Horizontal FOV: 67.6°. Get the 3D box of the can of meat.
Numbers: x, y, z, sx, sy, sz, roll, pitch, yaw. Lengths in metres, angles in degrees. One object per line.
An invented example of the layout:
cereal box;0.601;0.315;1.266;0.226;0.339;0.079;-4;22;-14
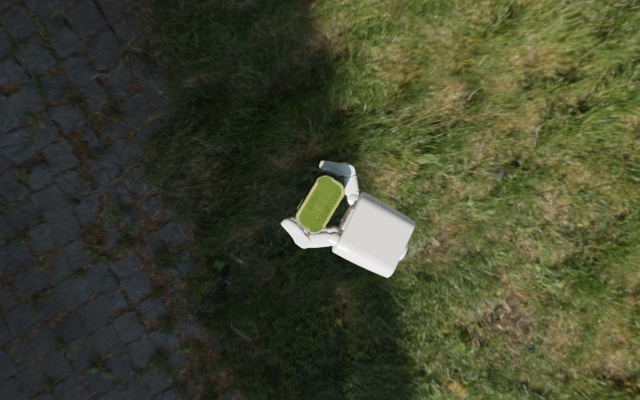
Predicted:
can of meat;0.000;0.003;0.813;0.057;0.102;0.084;30;6;-3
